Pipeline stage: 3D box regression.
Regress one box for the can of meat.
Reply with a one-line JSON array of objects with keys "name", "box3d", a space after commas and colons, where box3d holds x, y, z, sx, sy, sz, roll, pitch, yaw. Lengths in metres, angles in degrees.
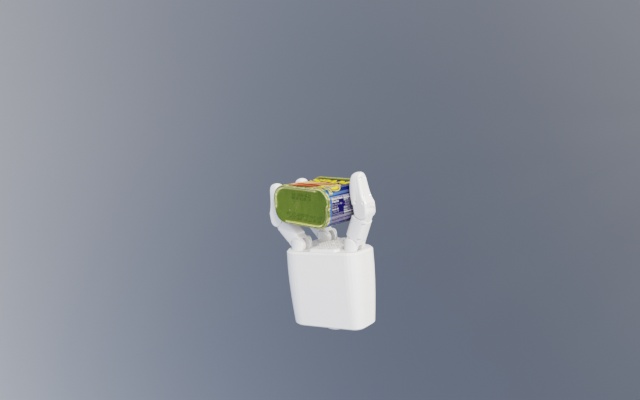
[{"name": "can of meat", "box3d": [0.000, 0.002, 0.644, 0.102, 0.057, 0.084, 7, 13, 41]}]
